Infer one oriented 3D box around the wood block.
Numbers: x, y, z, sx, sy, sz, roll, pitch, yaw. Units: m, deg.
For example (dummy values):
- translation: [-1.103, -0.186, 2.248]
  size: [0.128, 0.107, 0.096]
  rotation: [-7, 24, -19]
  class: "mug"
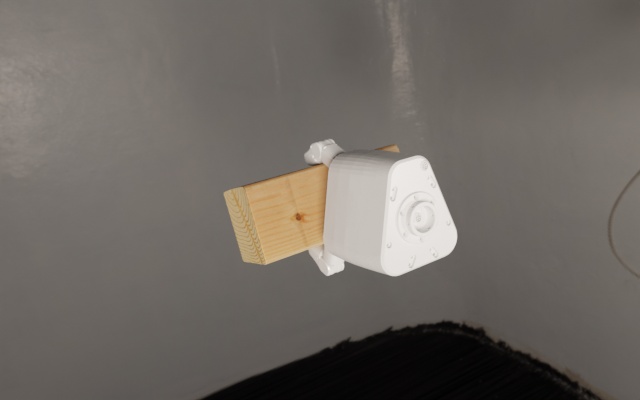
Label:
- translation: [0.000, 0.002, 0.590]
  size: [0.206, 0.091, 0.090]
  rotation: [-17, 4, -25]
  class: "wood block"
